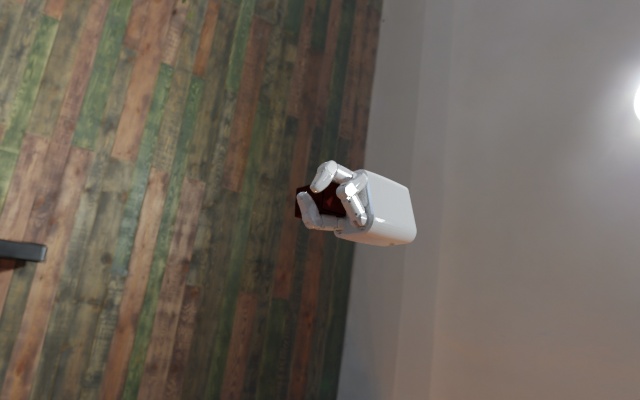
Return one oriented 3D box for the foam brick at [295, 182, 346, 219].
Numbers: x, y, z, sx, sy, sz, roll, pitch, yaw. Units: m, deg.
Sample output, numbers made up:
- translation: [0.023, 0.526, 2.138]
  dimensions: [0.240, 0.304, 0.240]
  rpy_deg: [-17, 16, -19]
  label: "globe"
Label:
- translation: [0.000, 0.003, 0.791]
  dimensions: [0.051, 0.053, 0.078]
  rpy_deg: [15, -18, -35]
  label: "foam brick"
